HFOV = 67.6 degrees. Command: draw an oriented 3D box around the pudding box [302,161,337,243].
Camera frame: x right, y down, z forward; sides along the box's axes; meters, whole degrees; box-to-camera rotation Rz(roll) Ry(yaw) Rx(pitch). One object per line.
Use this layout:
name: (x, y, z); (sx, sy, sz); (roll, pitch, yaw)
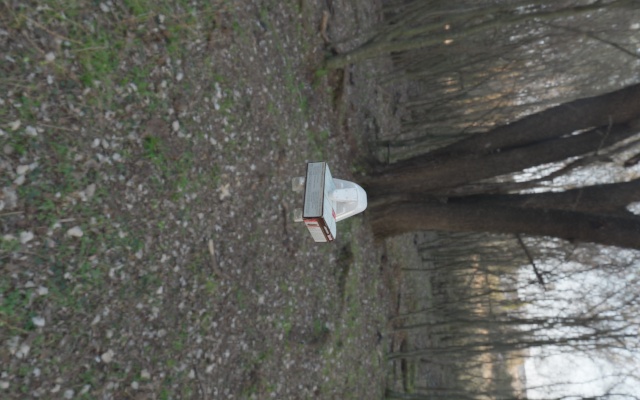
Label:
pudding box: (0.000, 0.003, 0.816); (0.039, 0.113, 0.090); (-6, -32, 13)
